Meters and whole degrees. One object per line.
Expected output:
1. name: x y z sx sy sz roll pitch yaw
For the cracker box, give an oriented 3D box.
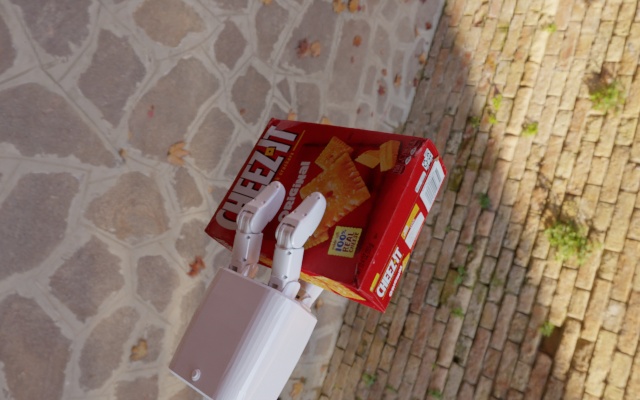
1. cracker box: 0.000 0.002 0.507 0.213 0.164 0.072 15 -22 37
